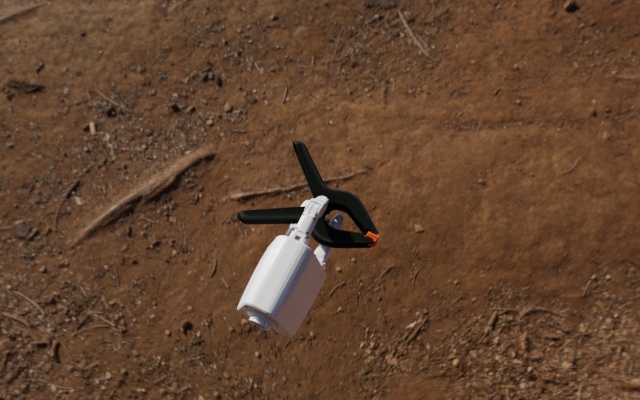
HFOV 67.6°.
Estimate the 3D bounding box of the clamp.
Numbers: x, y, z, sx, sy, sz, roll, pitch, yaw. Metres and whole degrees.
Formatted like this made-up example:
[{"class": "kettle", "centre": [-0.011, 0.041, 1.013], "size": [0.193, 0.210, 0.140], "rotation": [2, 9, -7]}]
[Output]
[{"class": "clamp", "centre": [0.001, 0.002, 0.739], "size": [0.210, 0.164, 0.036], "rotation": [24, -22, 10]}]
